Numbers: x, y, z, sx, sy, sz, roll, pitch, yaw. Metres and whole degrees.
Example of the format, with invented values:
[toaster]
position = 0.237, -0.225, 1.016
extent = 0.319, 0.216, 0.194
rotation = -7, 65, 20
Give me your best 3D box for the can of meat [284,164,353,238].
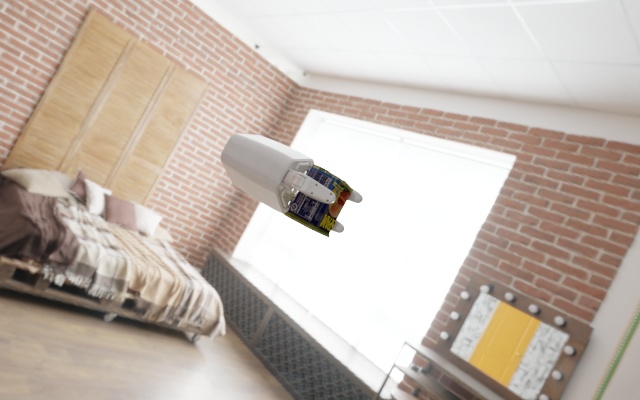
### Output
[can of meat]
position = 0.000, 0.002, 0.695
extent = 0.057, 0.084, 0.102
rotation = 27, -3, 18
